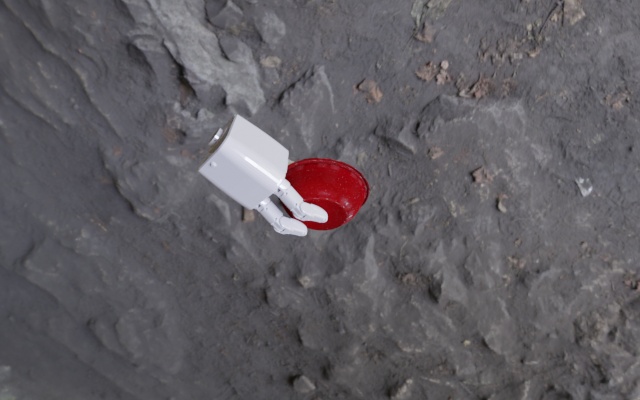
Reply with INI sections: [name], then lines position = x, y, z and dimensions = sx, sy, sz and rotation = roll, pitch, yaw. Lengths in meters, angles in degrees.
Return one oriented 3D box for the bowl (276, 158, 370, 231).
[bowl]
position = 0.001, 0.003, 0.793
dimensions = 0.162, 0.055, 0.162
rotation = 3, -37, 2
